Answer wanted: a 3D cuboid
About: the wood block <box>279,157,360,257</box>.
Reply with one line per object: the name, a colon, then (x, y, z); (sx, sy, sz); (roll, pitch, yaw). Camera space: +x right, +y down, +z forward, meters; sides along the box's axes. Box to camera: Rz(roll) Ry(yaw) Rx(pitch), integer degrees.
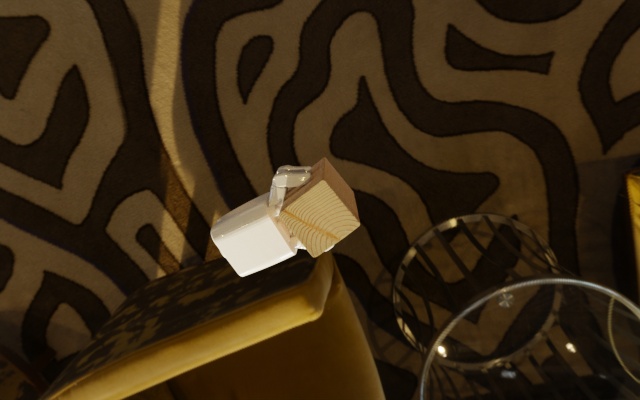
wood block: (0.000, 0.003, 0.801); (0.090, 0.091, 0.206); (-37, 11, 10)
